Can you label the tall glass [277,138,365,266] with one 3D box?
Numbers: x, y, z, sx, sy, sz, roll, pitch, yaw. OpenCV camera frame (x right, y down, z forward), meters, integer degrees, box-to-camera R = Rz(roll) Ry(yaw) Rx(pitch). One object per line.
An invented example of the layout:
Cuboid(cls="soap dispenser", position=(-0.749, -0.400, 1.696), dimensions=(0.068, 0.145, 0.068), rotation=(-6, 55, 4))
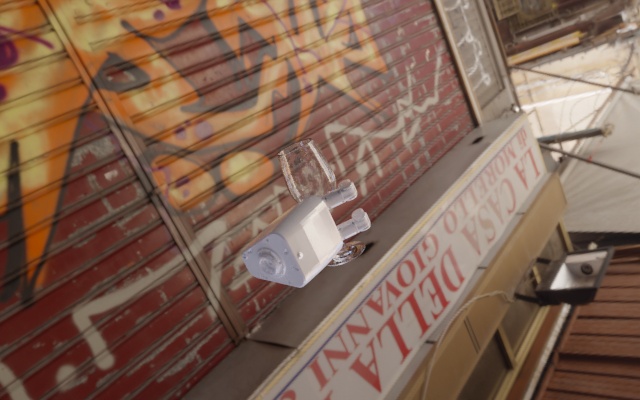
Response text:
Cuboid(cls="tall glass", position=(0.000, 0.003, 0.773), dimensions=(0.079, 0.201, 0.079), rotation=(-23, 16, 7))
